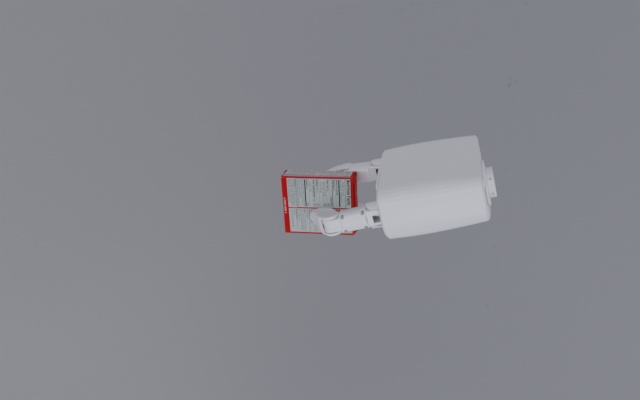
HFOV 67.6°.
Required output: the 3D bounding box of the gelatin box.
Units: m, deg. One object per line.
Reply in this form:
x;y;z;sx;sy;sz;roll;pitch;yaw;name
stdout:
0.000;0.002;0.570;0.089;0.073;0.030;1;21;12;gelatin box
